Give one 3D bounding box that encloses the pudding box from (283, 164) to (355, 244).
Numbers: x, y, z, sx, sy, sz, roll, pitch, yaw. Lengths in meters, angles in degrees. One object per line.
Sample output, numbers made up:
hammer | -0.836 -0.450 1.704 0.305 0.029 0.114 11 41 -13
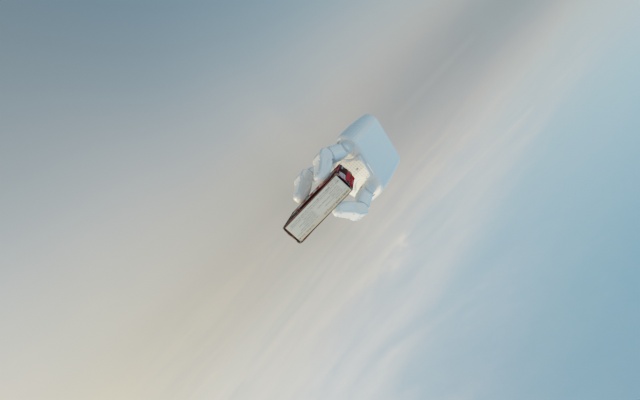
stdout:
pudding box | 0.000 0.002 0.697 0.039 0.113 0.090 41 13 -3
